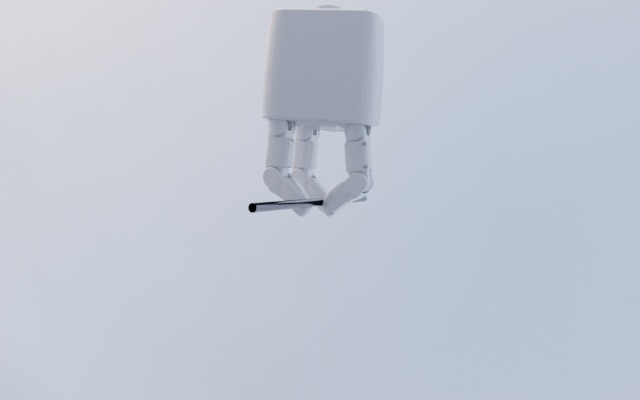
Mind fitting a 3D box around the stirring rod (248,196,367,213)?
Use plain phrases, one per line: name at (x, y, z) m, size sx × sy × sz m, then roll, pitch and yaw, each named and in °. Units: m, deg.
stirring rod at (0.000, 0.002, 0.481) m, size 0.011 × 0.011 × 0.239 m, roll 0°, pitch 2°, yaw 26°
